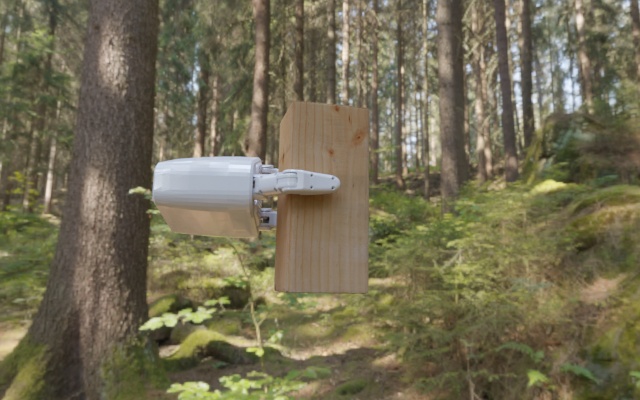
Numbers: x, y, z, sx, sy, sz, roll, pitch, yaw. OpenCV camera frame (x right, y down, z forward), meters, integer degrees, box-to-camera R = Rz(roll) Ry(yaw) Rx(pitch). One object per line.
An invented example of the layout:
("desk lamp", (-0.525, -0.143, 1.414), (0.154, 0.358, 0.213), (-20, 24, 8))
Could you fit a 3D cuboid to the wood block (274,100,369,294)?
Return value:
("wood block", (0.000, 0.002, 0.551), (0.090, 0.206, 0.091), (3, -9, -14))
